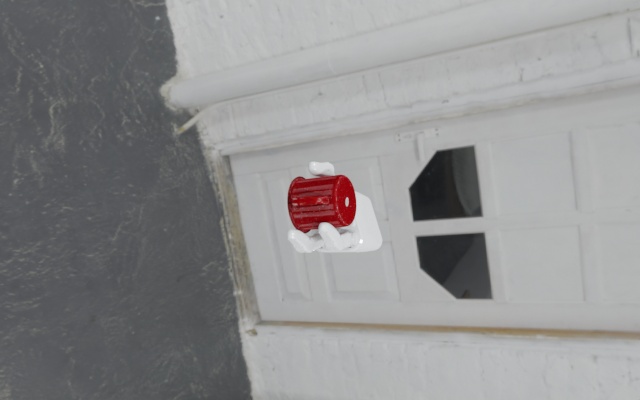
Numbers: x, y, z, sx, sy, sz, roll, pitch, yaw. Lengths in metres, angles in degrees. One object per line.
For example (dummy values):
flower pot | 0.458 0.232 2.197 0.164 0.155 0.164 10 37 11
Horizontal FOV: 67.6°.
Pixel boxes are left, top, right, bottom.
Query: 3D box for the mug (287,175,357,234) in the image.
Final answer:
mug | 0.000 0.002 0.742 0.081 0.093 0.117 -6 -8 27
